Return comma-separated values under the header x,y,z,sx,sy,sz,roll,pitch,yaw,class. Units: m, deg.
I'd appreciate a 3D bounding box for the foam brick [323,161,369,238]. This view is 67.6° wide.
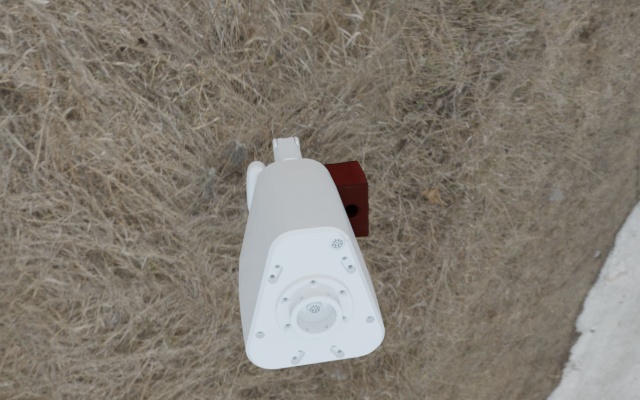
x,y,z,sx,sy,sz,roll,pitch,yaw,class
0.000,0.001,0.414,0.078,0.053,0.051,-7,26,-7,foam brick
